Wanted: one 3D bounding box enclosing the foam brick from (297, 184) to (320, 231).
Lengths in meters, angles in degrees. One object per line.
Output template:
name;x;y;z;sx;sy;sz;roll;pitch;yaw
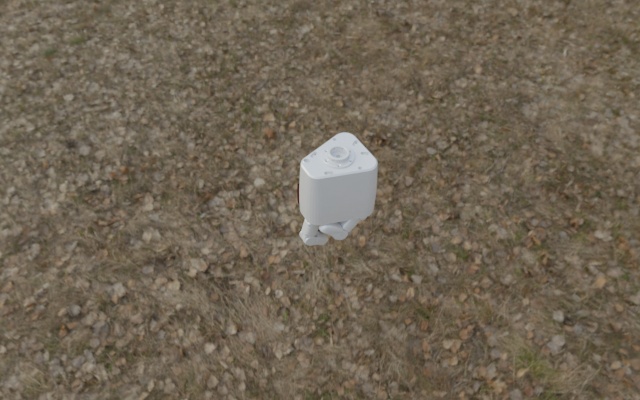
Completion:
foam brick;0.000;0.003;0.820;0.053;0.078;0.051;-24;-37;-19
